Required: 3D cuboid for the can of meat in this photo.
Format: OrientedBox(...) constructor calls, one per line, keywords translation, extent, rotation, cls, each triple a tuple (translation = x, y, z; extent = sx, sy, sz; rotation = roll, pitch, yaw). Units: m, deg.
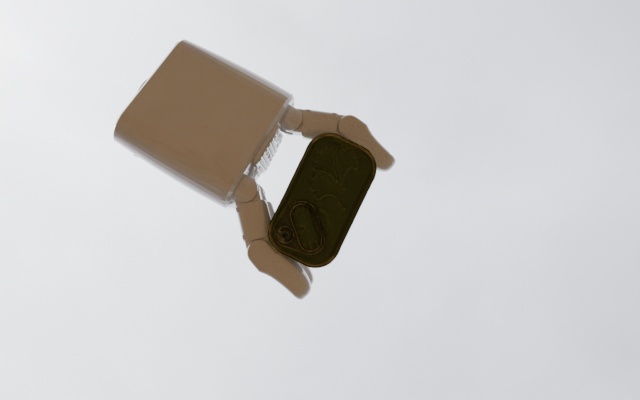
OrientedBox(translation=(0.000, 0.001, 0.404), extent=(0.057, 0.102, 0.084), rotation=(26, -3, -1), cls="can of meat")
